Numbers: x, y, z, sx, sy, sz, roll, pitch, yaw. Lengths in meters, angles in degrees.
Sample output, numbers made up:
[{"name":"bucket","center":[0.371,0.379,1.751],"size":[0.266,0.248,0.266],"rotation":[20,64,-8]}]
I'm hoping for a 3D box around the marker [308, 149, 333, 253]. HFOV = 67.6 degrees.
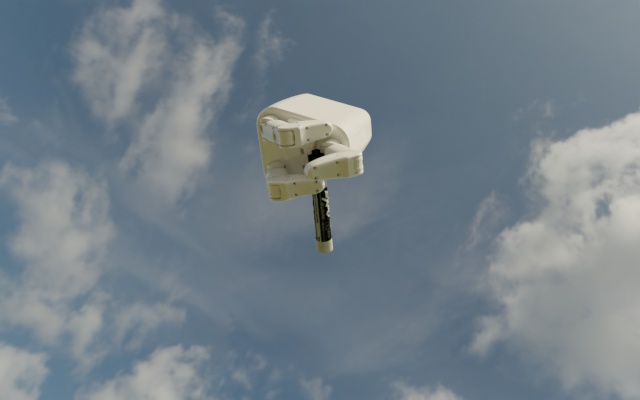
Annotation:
[{"name":"marker","center":[0.000,0.002,0.532],"size":[0.020,0.121,0.020],"rotation":[-5,22,2]}]
